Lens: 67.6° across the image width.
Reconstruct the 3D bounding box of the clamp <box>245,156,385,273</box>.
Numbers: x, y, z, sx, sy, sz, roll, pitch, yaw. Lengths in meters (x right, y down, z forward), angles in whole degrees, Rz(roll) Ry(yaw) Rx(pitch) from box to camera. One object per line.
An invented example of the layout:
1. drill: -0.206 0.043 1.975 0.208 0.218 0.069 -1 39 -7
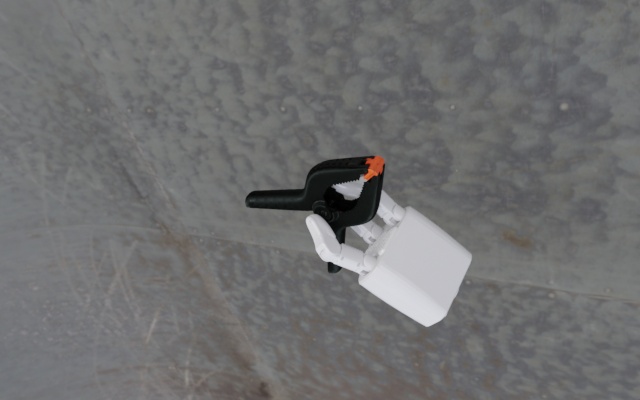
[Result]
1. clamp: 0.000 0.002 0.593 0.164 0.036 0.210 34 -42 -5
